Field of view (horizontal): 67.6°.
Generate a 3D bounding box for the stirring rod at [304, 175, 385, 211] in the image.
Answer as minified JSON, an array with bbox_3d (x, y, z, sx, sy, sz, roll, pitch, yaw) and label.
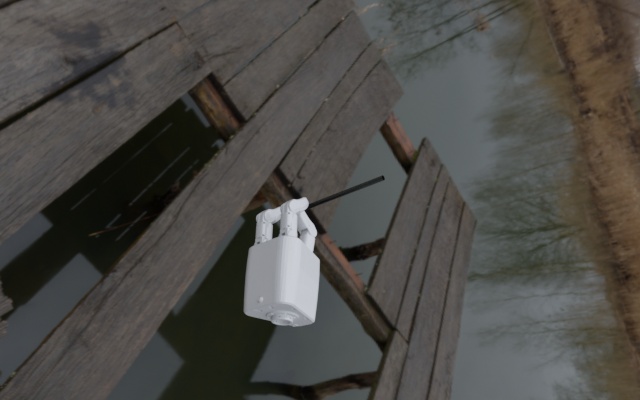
[{"bbox_3d":[0.000,0.003,0.777,0.239,0.011,0.011,-21,-12,34],"label":"stirring rod"}]
